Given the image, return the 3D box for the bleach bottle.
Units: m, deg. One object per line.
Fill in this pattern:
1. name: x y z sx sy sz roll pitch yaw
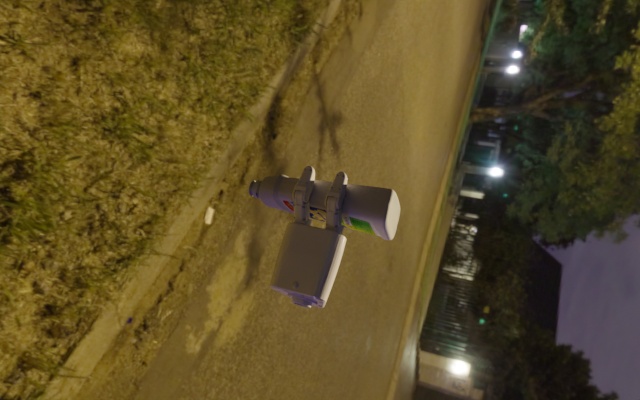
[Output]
1. bleach bottle: 0.000 0.003 0.796 0.251 0.068 0.103 10 -20 20
